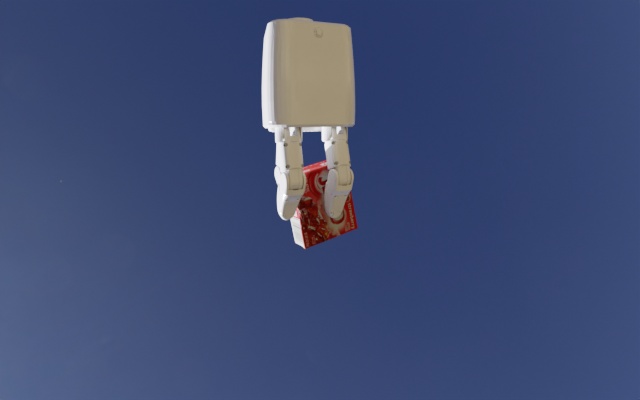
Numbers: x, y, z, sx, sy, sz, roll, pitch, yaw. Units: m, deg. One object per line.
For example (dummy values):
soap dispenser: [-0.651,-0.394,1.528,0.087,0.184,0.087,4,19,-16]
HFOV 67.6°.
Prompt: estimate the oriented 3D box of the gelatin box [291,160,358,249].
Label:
gelatin box: [0.000,0.002,0.553,0.073,0.089,0.030,-20,21,-24]
